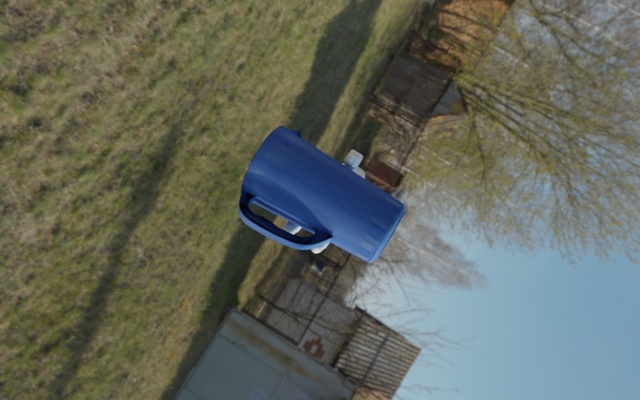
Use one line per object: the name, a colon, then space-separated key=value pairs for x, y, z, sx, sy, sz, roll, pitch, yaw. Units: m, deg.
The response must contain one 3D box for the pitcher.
pitcher: x=0.000 y=0.002 z=0.757 sx=0.243 sy=0.149 sz=0.145 roll=30 pitch=14 yaw=6
